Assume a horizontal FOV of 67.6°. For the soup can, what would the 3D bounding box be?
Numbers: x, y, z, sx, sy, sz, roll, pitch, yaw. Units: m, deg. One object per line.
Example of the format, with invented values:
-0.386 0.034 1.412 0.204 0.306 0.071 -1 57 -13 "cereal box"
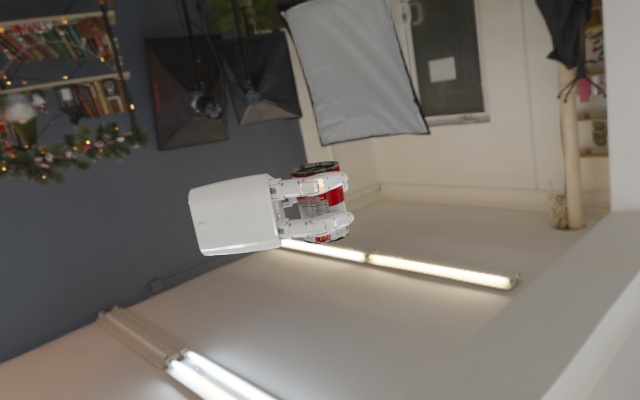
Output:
0.001 0.002 0.664 0.068 0.102 0.068 -9 13 2 "soup can"
